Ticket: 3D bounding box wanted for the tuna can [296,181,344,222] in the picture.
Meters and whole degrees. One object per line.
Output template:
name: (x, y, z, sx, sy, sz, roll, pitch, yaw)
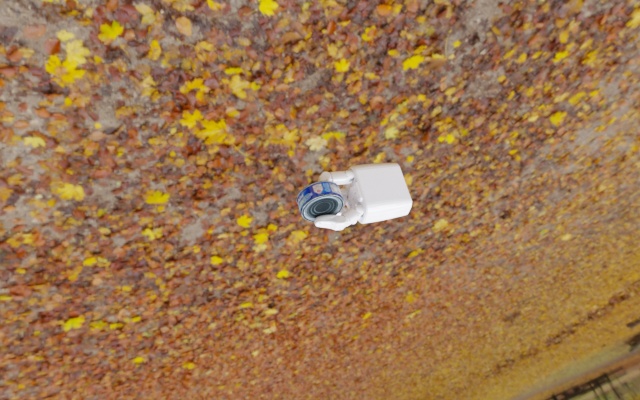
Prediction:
tuna can: (0.000, 0.003, 0.898, 0.086, 0.033, 0.086, -13, -35, -9)
